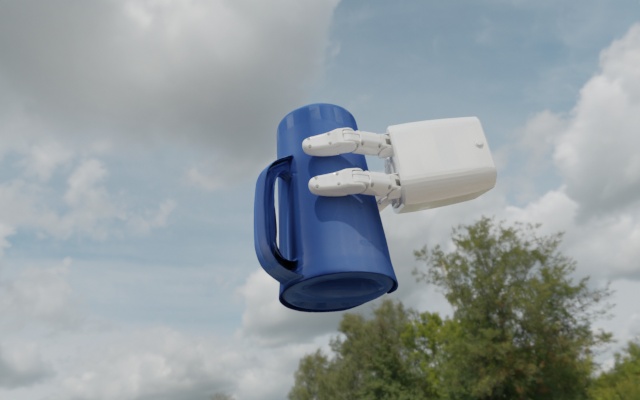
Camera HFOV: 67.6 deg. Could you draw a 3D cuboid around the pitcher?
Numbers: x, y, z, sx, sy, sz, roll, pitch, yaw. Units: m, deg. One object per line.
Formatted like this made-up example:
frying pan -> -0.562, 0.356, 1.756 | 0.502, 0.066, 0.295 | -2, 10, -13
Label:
pitcher -> 0.000, 0.002, 0.575 | 0.145, 0.242, 0.149 | -8, -29, 0
